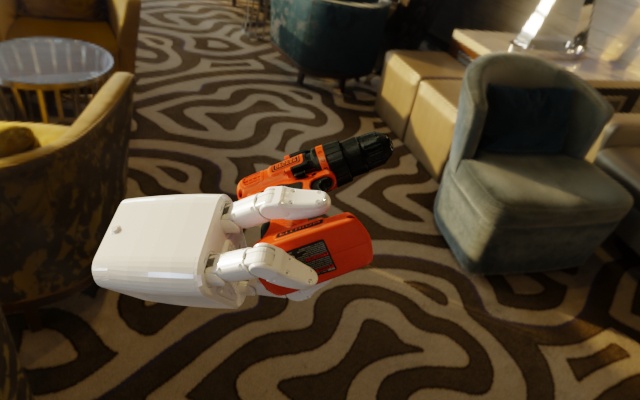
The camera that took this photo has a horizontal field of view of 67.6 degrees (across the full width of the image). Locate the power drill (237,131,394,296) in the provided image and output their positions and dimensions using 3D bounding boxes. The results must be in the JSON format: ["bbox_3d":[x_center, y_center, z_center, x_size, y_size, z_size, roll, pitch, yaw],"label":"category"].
[{"bbox_3d":[0.000,0.002,0.482,0.184,0.057,0.187,-22,28,7],"label":"power drill"}]
